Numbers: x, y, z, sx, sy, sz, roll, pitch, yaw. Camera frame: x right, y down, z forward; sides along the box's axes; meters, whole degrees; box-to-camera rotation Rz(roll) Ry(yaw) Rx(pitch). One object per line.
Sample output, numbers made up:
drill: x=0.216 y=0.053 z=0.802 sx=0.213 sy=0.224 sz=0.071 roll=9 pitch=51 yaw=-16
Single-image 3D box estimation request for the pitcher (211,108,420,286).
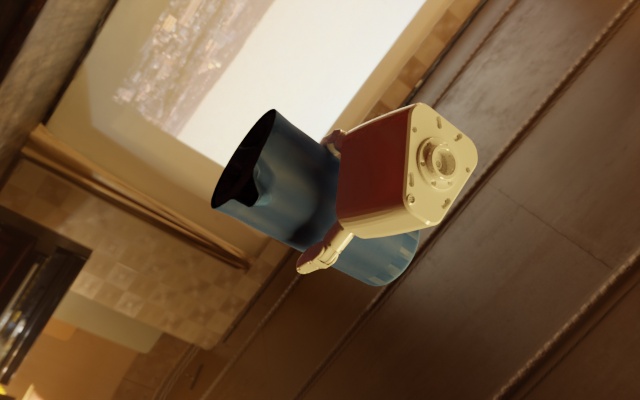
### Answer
pitcher: x=0.000 y=0.002 z=0.593 sx=0.243 sy=0.149 sz=0.145 roll=32 pitch=-25 yaw=-22
